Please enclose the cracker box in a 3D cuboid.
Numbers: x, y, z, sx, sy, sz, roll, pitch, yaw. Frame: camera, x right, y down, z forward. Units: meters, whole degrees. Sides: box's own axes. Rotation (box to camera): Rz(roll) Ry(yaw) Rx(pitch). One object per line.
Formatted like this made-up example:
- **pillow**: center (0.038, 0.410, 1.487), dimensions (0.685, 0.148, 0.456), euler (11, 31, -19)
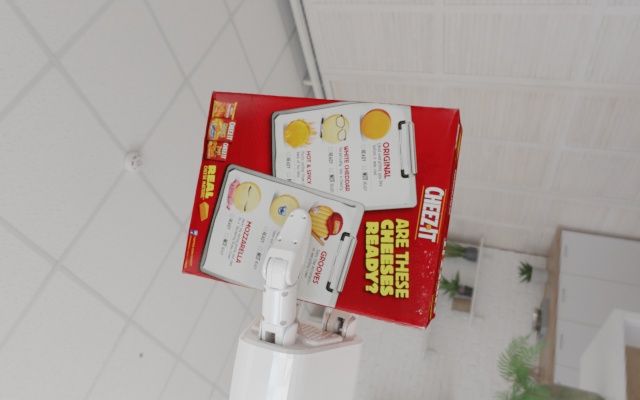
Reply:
- **cracker box**: center (0.000, 0.001, 0.407), dimensions (0.213, 0.164, 0.072), euler (9, -2, 20)
